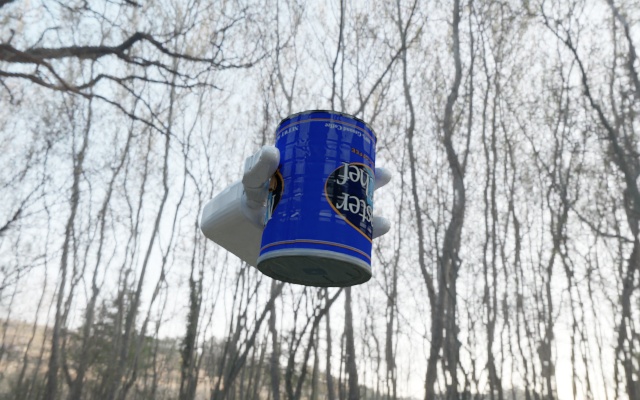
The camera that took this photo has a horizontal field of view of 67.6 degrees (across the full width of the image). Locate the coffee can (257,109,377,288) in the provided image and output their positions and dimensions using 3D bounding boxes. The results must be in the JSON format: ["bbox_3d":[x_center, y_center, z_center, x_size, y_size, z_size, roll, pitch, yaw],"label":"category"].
[{"bbox_3d":[0.000,0.002,0.450,0.103,0.140,0.103,4,-23,2],"label":"coffee can"}]
